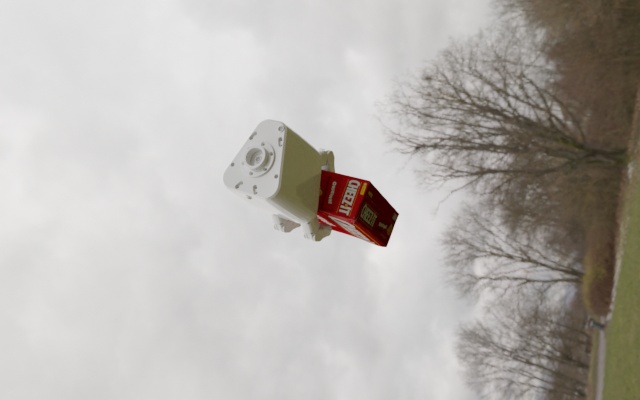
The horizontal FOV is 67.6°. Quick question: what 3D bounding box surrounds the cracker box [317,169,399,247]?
[{"bbox_3d":[0.000,0.002,0.777,0.213,0.072,0.164,16,-10,28],"label":"cracker box"}]
